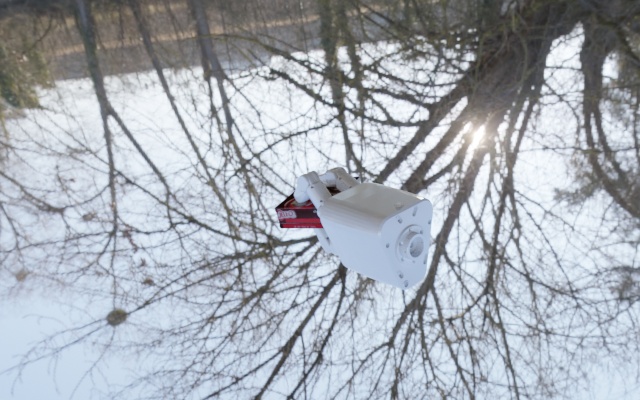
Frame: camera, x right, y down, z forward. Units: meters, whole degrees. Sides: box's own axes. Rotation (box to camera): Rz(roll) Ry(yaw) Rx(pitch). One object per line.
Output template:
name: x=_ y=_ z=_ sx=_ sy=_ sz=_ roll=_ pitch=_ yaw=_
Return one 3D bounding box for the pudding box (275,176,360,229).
pudding box: x=0.000 y=0.002 z=0.695 sx=0.090 sy=0.039 sz=0.113 roll=-1 pitch=22 yaw=27
